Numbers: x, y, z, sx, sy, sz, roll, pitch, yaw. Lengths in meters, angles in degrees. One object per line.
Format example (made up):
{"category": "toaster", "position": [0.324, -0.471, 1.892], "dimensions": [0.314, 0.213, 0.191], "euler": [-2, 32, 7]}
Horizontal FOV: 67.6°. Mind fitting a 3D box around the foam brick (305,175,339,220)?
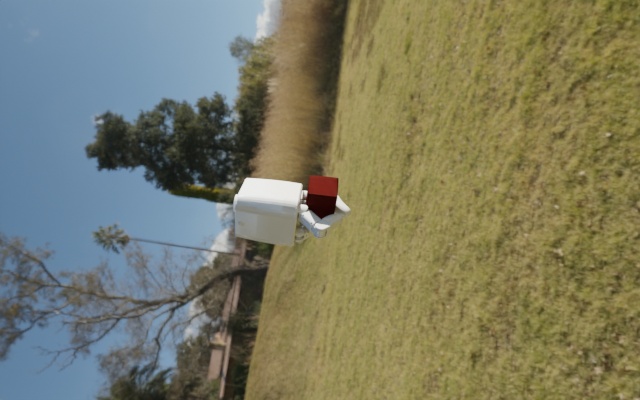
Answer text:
{"category": "foam brick", "position": [0.000, 0.002, 0.833], "dimensions": [0.051, 0.078, 0.053], "euler": [8, 40, -2]}
